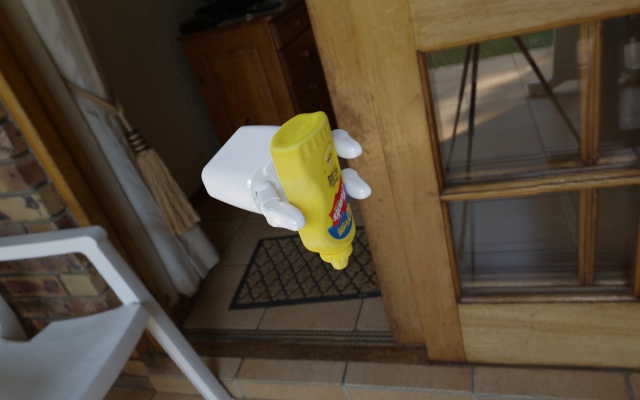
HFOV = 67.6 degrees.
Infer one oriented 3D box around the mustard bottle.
[{"bbox_3d":[0.000,0.002,0.556,0.058,0.192,0.096,-4,32,22],"label":"mustard bottle"}]
